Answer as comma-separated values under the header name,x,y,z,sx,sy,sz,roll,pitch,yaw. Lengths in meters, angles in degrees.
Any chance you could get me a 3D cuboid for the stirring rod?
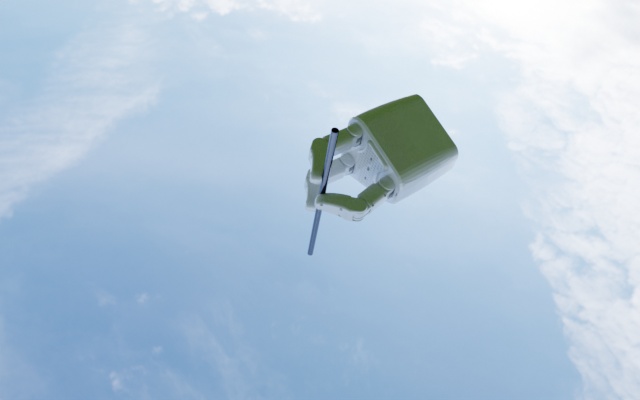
name,x,y,z,sx,sy,sz,roll,pitch,yaw
stirring rod,0.000,0.002,0.567,0.011,0.011,0.240,0,-36,-8
